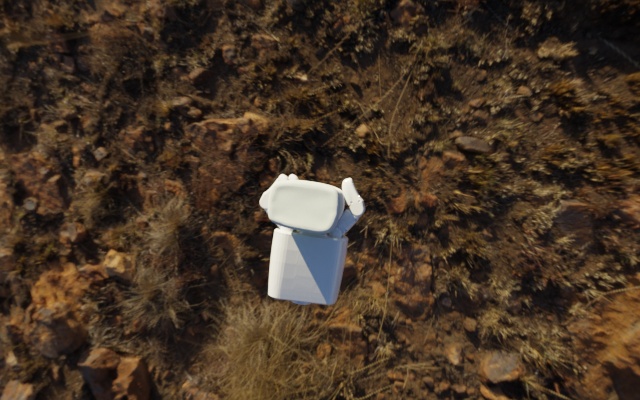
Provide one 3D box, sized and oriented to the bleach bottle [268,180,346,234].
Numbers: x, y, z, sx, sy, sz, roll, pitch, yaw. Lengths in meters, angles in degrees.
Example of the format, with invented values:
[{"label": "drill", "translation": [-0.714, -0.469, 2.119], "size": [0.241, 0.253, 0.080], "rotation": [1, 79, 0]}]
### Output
[{"label": "bleach bottle", "translation": [0.000, 0.002, 0.756], "size": [0.102, 0.068, 0.251], "rotation": [9, 4, 12]}]
